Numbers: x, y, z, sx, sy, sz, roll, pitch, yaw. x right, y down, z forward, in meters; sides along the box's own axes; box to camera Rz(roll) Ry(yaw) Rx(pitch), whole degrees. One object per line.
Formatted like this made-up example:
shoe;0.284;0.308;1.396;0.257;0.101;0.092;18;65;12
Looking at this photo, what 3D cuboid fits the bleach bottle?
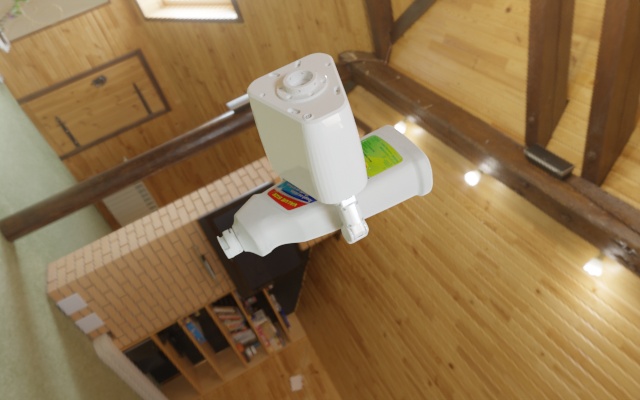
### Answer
bleach bottle;0.000;0.002;0.567;0.251;0.068;0.102;-28;45;-10
